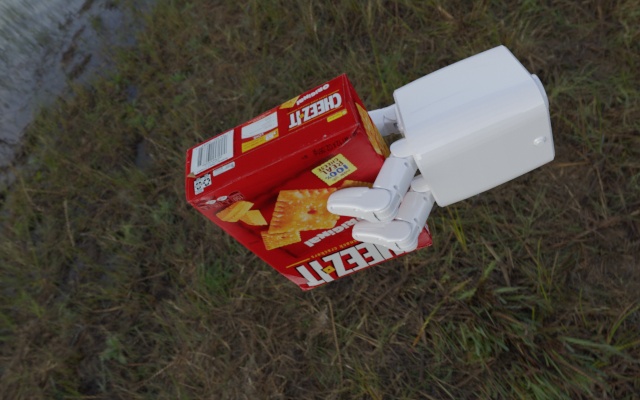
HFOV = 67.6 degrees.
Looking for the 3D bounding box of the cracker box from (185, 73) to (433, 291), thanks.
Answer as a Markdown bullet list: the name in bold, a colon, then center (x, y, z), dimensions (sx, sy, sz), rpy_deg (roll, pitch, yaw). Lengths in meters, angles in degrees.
- **cracker box**: center (0.000, 0.001, 0.470), dimensions (0.164, 0.072, 0.214), rpy_deg (-22, -39, 17)
